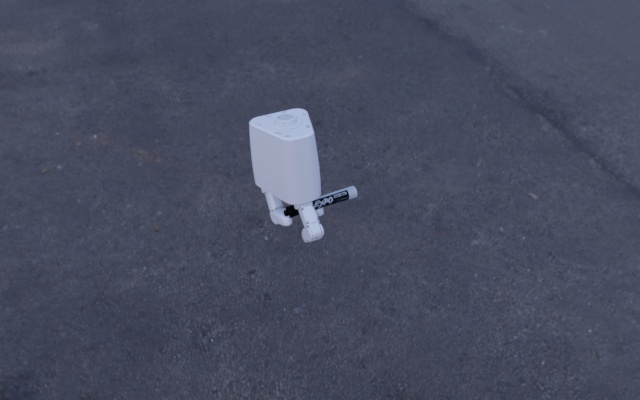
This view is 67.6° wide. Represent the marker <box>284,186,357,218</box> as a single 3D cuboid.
[{"bbox_3d":[0.000,0.002,0.735,0.121,0.020,0.020,-17,6,-20],"label":"marker"}]
